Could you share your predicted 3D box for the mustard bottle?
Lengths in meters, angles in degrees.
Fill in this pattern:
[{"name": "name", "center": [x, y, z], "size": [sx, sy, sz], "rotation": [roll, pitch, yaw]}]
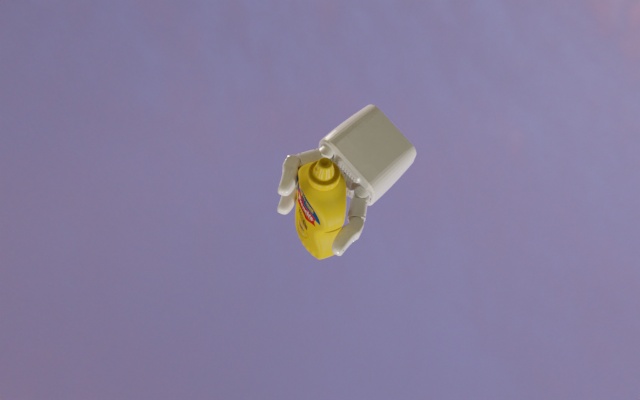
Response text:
[{"name": "mustard bottle", "center": [0.000, 0.002, 0.656], "size": [0.058, 0.096, 0.192], "rotation": [-17, -27, -14]}]
